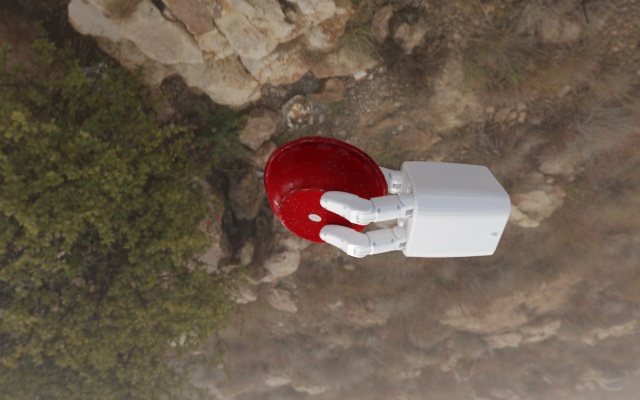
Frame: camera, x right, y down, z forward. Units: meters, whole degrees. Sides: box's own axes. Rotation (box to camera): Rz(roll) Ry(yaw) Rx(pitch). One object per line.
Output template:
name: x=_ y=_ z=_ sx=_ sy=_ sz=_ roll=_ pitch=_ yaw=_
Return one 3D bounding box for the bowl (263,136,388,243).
bowl: x=-0.001 y=0.002 z=0.589 sx=0.162 sy=0.162 sz=0.055 roll=0 pitch=43 yaw=16
